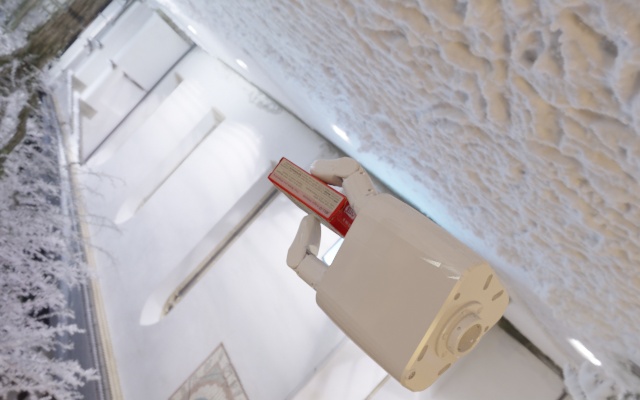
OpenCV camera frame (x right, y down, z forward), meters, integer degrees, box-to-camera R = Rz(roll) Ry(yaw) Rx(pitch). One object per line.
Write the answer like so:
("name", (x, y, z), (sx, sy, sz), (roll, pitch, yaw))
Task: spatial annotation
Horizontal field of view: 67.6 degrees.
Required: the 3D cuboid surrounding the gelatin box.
("gelatin box", (0.000, 0.002, 0.468), (0.089, 0.030, 0.073), (33, -7, 32))
